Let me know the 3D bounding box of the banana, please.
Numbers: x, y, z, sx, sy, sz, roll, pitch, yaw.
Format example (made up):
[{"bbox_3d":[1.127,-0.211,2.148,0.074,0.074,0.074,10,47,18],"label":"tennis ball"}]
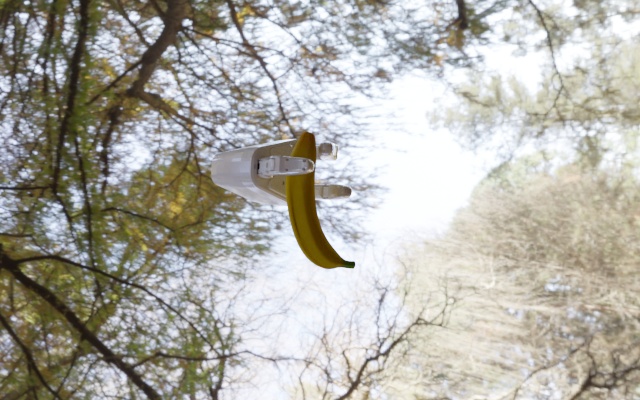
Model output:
[{"bbox_3d":[-0.012,0.012,0.627,0.069,0.198,0.037,-27,16,-37],"label":"banana"}]
